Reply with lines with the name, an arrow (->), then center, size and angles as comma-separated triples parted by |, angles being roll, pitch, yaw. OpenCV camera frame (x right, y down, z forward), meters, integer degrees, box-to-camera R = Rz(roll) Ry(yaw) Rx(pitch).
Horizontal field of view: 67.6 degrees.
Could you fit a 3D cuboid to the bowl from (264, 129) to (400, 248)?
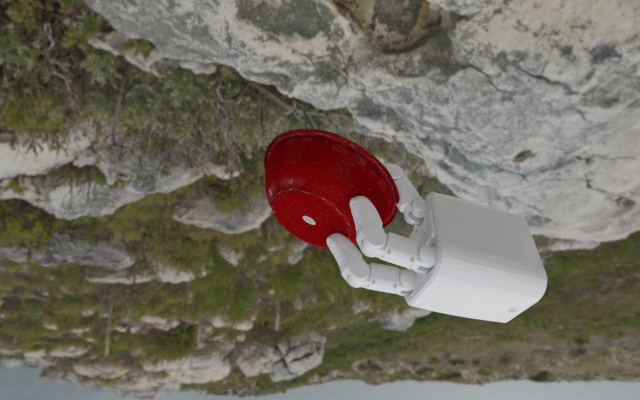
bowl -> -0.001, 0.002, 0.516 | 0.162, 0.055, 0.162 | 19, -36, 14
